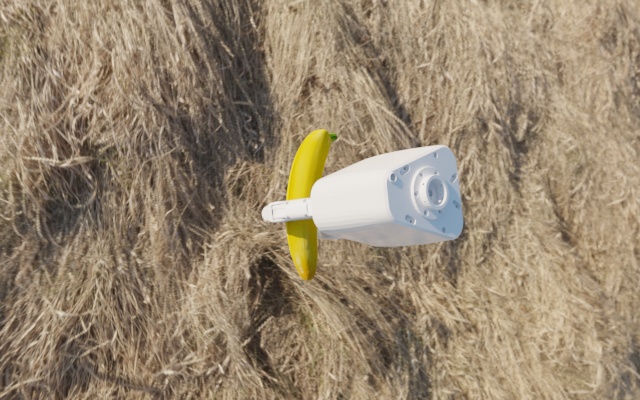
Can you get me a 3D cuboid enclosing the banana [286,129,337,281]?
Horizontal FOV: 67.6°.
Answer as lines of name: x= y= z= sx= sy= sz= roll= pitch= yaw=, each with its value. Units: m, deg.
banana: x=-0.011 y=-0.008 z=0.564 sx=0.037 sy=0.197 sz=0.070 roll=-6 pitch=-26 yaw=40
